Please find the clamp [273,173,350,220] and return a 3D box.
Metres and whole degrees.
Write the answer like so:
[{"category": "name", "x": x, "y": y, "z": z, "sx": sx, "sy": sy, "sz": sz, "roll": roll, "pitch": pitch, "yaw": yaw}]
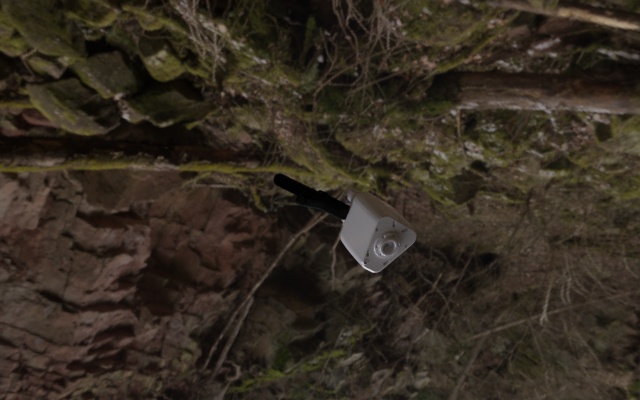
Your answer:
[{"category": "clamp", "x": 0.000, "y": 0.003, "z": 0.889, "sx": 0.171, "sy": 0.039, "sz": 0.120, "roll": 21, "pitch": 16, "yaw": -25}]
